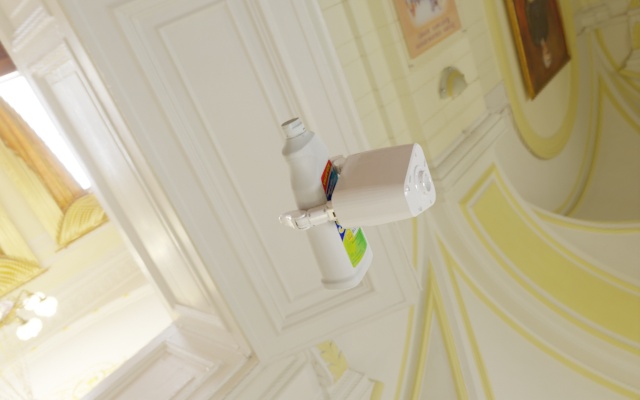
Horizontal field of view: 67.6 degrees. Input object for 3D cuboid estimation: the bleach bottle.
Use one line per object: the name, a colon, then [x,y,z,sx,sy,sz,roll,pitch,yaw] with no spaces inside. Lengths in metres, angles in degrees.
bleach bottle: [0.000,0.002,0.703,0.068,0.251,0.102,-10,24,31]
